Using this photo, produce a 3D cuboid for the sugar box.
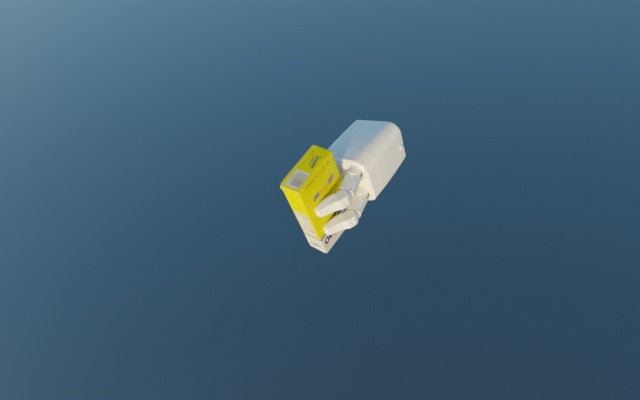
[{"bbox_3d":[0.001,0.003,0.794,0.048,0.093,0.176,23,-26,34],"label":"sugar box"}]
